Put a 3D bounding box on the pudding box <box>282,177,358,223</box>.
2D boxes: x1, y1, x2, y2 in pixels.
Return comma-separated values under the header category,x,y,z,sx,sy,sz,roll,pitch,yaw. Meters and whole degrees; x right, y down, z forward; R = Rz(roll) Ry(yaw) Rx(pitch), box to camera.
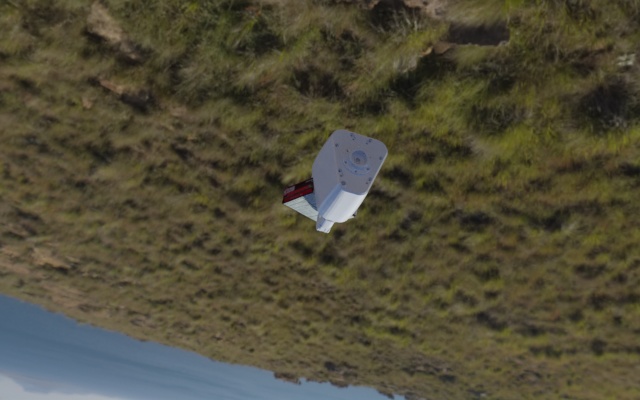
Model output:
category,x,y,z,sx,sy,sz,roll,pitch,yaw
pudding box,0.000,0.003,0.877,0.113,0.039,0.090,31,-32,-34
